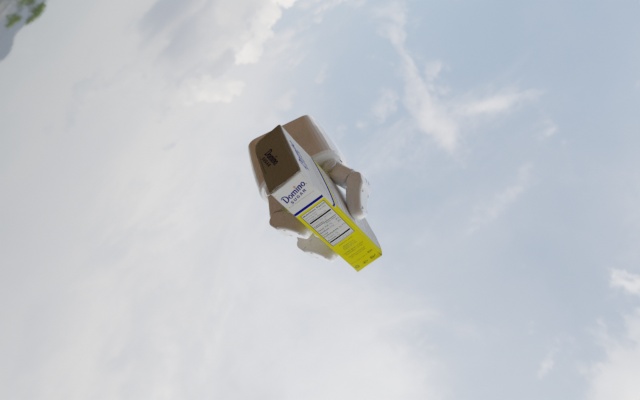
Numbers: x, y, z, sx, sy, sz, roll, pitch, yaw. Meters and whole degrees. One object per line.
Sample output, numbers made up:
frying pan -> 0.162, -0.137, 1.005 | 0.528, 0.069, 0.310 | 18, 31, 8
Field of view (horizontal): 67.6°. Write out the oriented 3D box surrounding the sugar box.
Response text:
sugar box -> 0.000, 0.002, 0.544 | 0.048, 0.093, 0.176 | -38, -50, 12
